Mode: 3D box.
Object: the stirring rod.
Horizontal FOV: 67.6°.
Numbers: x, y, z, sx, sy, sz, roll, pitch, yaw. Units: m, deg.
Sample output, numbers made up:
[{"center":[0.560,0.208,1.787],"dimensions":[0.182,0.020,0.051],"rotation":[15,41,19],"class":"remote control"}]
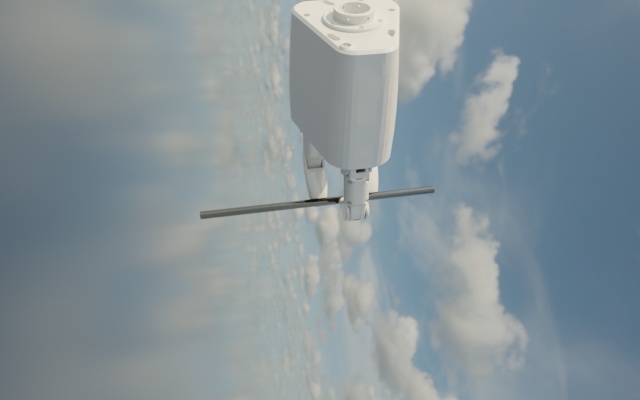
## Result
[{"center":[0.000,0.002,0.487],"dimensions":[0.239,0.011,0.011],"rotation":[-6,1,-8],"class":"stirring rod"}]
